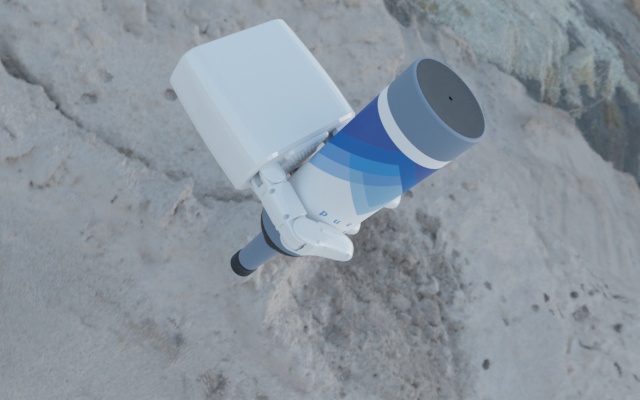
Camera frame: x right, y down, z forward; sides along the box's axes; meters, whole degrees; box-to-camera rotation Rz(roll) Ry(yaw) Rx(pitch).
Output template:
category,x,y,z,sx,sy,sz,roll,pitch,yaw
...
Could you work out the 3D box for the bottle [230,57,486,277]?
category,x,y,z,sx,sy,sz,roll,pitch,yaw
bottle,0.000,0.001,0.406,0.069,0.069,0.296,0,-27,-40
